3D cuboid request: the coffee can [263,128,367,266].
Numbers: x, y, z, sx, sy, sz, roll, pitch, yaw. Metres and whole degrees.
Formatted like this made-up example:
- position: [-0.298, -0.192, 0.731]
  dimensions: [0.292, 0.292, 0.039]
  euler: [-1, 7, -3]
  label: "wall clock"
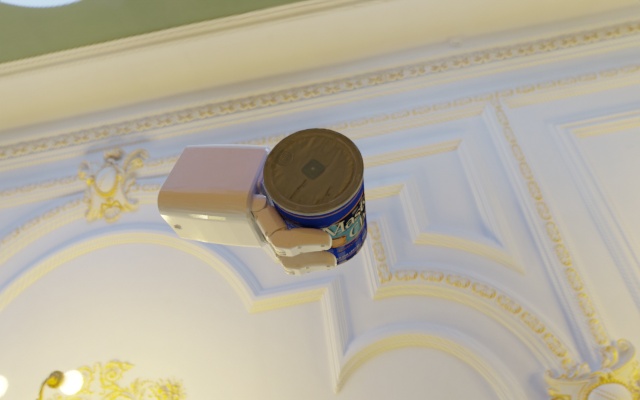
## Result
- position: [0.000, 0.002, 0.539]
  dimensions: [0.103, 0.102, 0.140]
  euler: [0, -30, 7]
  label: "coffee can"
